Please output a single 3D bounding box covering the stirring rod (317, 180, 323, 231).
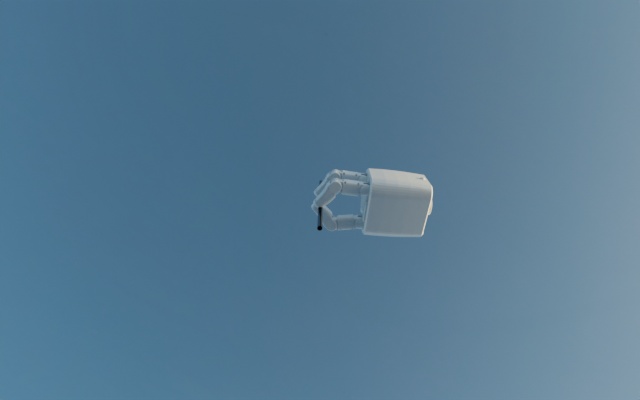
[{"bbox_3d":[0.000,0.003,0.840,0.011,0.011,0.239,0,19,1],"label":"stirring rod"}]
